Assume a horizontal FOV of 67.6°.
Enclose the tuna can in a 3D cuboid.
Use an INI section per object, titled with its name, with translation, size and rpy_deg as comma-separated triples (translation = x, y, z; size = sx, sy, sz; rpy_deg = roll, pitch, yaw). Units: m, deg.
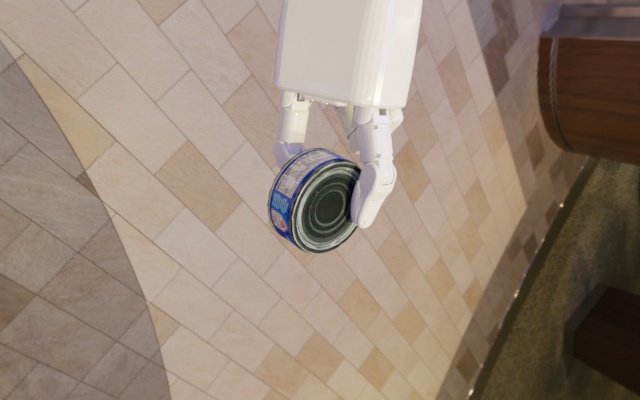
[tuna can]
translation = 0.000, 0.002, 0.402
size = 0.086, 0.086, 0.033
rpy_deg = 0, 22, -42
